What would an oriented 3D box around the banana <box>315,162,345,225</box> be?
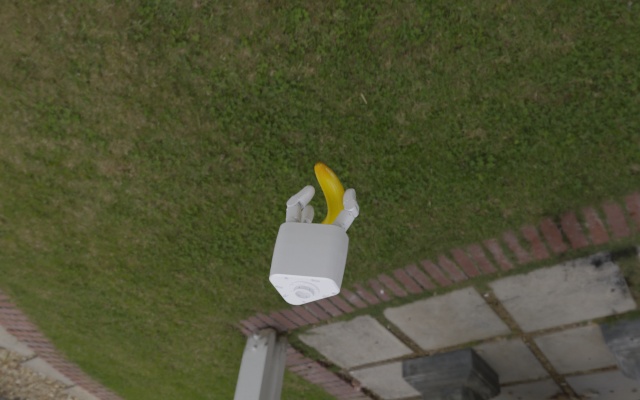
[{"bbox_3d":[0.018,0.009,0.887,0.069,0.037,0.198,11,-40,5],"label":"banana"}]
